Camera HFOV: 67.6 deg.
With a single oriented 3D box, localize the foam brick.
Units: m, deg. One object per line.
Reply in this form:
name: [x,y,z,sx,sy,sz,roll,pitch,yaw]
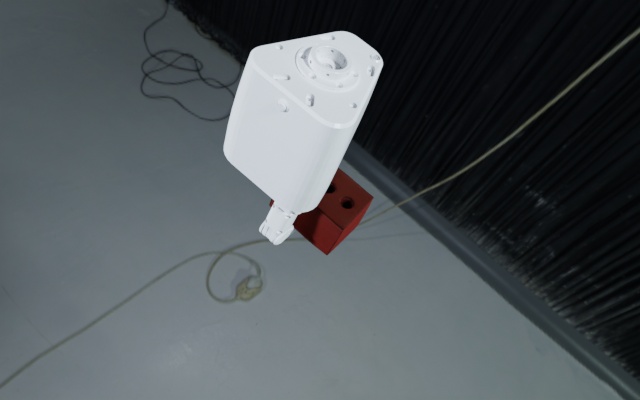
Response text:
foam brick: [0.000,0.002,0.451,0.053,0.078,0.051,-43,-11,-38]
